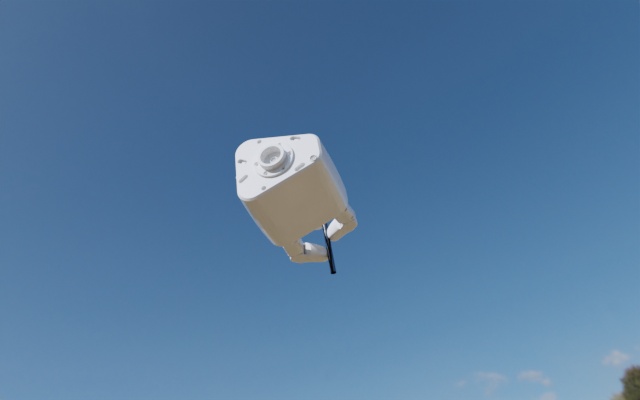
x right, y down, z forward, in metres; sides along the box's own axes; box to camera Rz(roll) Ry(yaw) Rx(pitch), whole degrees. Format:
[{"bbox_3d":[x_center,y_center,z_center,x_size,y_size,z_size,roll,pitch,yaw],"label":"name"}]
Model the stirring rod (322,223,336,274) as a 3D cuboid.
[{"bbox_3d":[0.000,0.002,0.716,0.011,0.239,0.011,-7,-36,-5],"label":"stirring rod"}]
